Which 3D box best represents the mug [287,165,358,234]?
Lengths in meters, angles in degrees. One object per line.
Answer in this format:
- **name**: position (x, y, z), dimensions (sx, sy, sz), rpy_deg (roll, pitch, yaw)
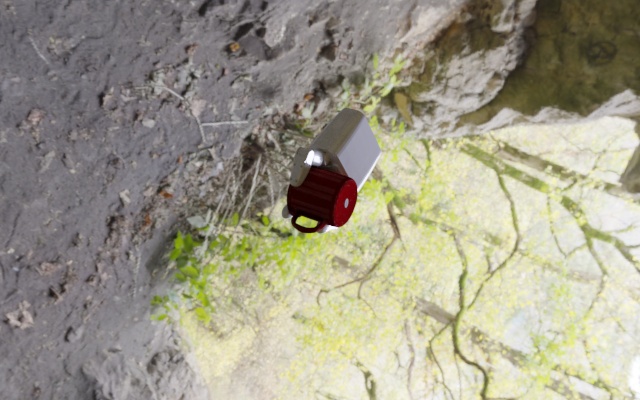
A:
- **mug**: position (0.000, 0.004, 0.746), dimensions (0.081, 0.117, 0.093), rpy_deg (18, -32, 28)
